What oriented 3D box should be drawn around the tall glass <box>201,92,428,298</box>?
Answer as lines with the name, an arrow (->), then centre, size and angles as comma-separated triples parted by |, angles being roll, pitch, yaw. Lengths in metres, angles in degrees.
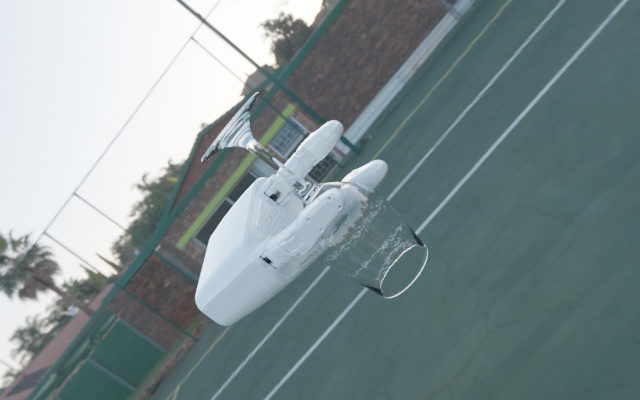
tall glass -> 0.000, 0.001, 0.415 | 0.201, 0.079, 0.079 | 39, -9, -10
